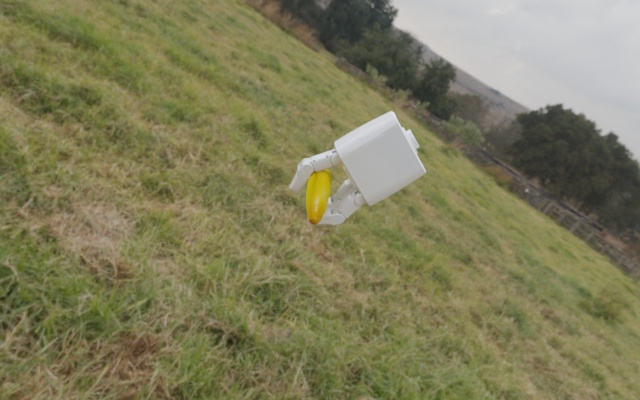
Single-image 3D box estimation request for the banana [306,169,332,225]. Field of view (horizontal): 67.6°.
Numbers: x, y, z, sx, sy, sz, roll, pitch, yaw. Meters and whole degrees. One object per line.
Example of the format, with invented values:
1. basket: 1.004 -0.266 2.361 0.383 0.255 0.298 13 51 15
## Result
1. banana: -0.001 -0.016 0.775 0.037 0.069 0.197 -2 11 3
